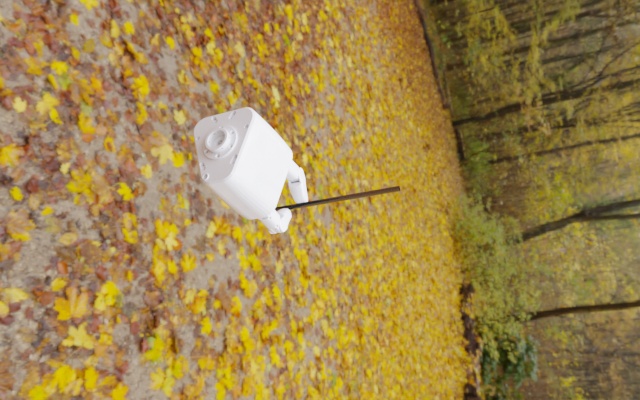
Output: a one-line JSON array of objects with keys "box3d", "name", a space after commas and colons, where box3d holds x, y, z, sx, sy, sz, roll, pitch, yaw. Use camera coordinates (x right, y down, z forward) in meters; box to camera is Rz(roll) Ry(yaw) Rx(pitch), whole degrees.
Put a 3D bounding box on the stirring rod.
[{"box3d": [0.000, 0.002, 0.715, 0.239, 0.011, 0.011, -10, -3, 20], "name": "stirring rod"}]
